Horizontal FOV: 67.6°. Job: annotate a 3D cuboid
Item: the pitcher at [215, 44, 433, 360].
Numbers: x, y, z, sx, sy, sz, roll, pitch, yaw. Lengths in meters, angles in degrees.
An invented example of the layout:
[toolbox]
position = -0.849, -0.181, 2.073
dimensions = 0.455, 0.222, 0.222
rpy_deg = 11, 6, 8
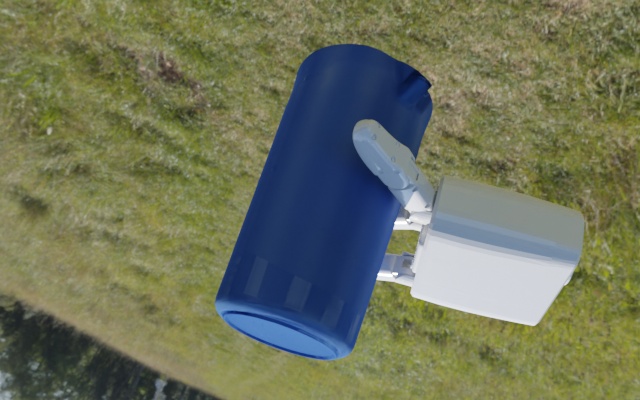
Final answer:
[pitcher]
position = 0.000, 0.001, 0.410
dimensions = 0.145, 0.242, 0.149
rpy_deg = 14, -28, 12
